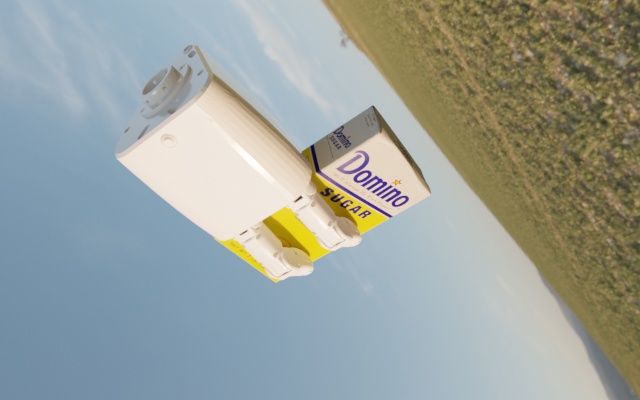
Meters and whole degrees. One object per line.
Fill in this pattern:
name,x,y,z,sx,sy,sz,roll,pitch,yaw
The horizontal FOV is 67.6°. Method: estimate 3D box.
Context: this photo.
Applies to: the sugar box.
sugar box,0.000,0.002,0.431,0.176,0.048,0.093,-30,-48,20
